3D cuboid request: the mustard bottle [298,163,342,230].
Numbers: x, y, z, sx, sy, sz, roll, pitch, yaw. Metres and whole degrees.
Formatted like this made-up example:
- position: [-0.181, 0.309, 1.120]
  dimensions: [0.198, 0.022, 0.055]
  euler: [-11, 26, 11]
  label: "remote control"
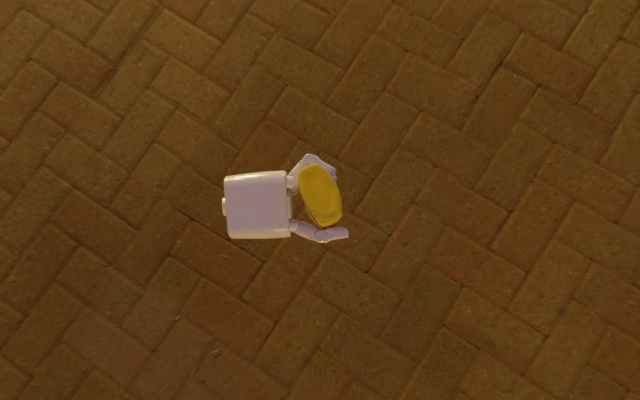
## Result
- position: [0.000, 0.003, 0.829]
  dimensions: [0.058, 0.096, 0.192]
  euler: [-28, -9, -4]
  label: "mustard bottle"
